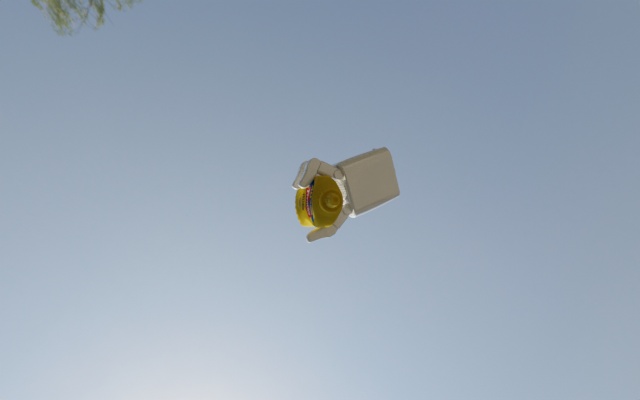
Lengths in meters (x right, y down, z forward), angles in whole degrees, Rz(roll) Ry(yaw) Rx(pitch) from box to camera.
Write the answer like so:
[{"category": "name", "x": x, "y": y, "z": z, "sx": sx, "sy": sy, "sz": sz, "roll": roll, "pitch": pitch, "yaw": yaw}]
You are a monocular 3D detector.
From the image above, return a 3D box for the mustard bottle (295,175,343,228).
[{"category": "mustard bottle", "x": 0.000, "y": 0.003, "z": 0.891, "sx": 0.058, "sy": 0.096, "sz": 0.191, "roll": 4, "pitch": -3, "yaw": -16}]
